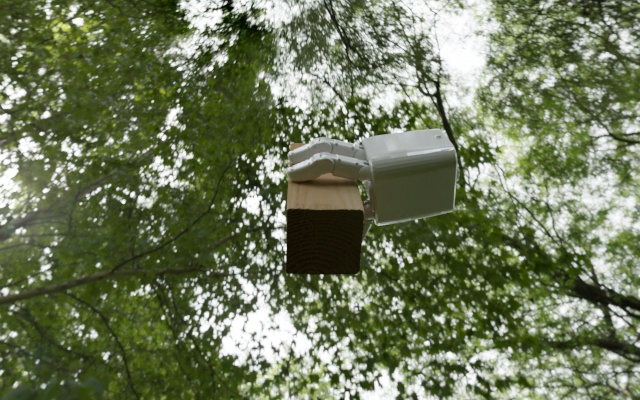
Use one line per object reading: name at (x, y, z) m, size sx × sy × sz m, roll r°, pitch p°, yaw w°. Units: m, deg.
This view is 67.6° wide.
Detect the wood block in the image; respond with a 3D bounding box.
wood block at (0.000, 0.002, 0.639) m, size 0.090 × 0.091 × 0.206 m, roll 1°, pitch 27°, yaw -3°
